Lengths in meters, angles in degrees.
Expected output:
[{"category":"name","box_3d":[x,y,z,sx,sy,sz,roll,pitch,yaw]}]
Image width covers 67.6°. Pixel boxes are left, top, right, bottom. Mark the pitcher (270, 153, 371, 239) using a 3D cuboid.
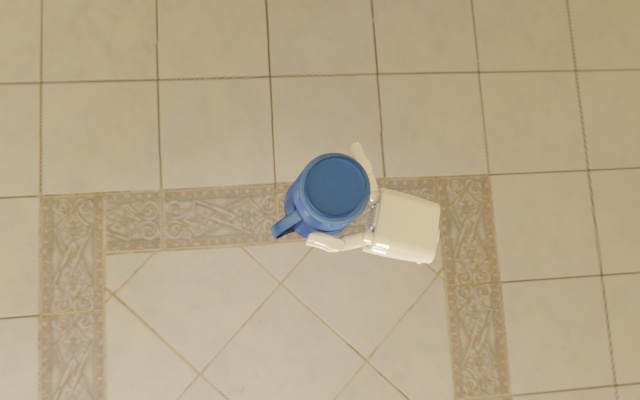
[{"category":"pitcher","box_3d":[0.000,0.003,0.809,0.145,0.149,0.243,14,-9,-4]}]
